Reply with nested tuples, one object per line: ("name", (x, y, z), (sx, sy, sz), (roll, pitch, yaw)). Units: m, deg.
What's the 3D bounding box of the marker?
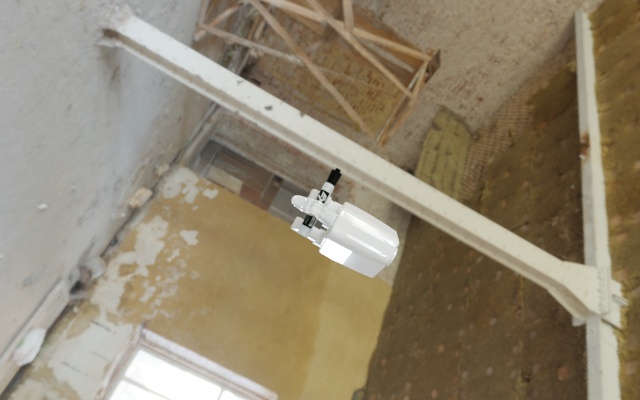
("marker", (0.000, 0.002, 0.755), (0.020, 0.121, 0.020), (28, -7, 4))
